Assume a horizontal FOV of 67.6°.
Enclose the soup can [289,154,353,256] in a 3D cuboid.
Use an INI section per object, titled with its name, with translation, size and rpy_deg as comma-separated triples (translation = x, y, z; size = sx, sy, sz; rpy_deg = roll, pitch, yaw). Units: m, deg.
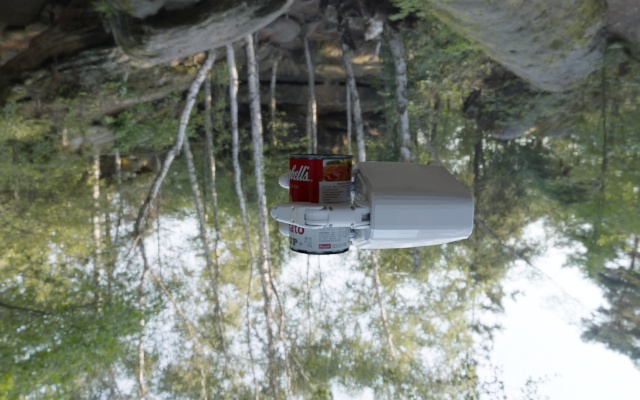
[soup can]
translation = 0.000, 0.002, 0.511
size = 0.068, 0.102, 0.068
rpy_deg = 1, 7, 0
